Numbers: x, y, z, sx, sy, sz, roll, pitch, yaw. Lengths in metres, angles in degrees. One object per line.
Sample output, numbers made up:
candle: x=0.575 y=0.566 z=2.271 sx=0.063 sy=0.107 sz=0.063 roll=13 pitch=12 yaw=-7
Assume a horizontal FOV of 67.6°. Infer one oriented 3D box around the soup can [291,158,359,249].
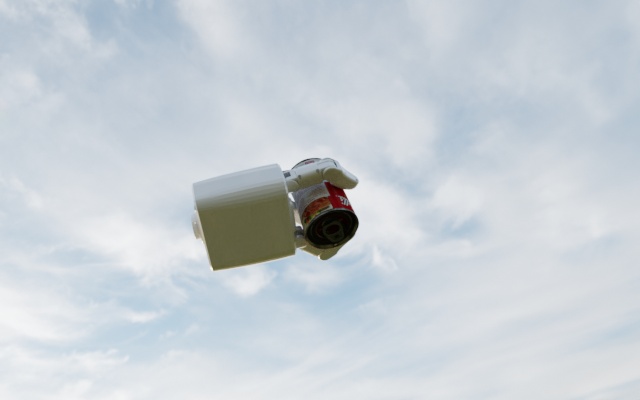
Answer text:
soup can: x=0.000 y=0.002 z=0.607 sx=0.068 sy=0.068 sz=0.102 roll=0 pitch=42 yaw=-23
